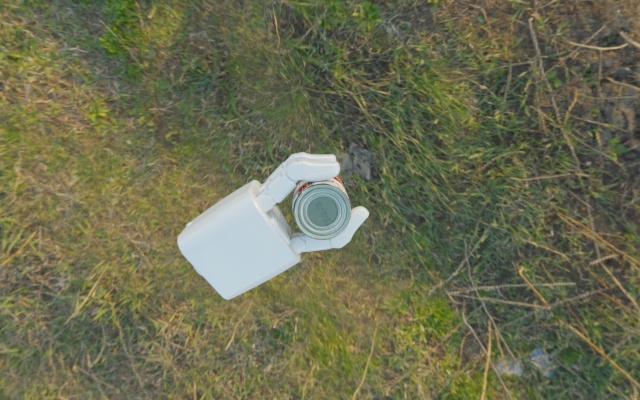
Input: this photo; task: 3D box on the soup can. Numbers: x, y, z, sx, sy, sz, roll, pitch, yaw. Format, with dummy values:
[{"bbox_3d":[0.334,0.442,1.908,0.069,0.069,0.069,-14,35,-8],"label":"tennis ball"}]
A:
[{"bbox_3d":[0.001,0.002,0.583,0.068,0.068,0.102,0,13,-2],"label":"soup can"}]
